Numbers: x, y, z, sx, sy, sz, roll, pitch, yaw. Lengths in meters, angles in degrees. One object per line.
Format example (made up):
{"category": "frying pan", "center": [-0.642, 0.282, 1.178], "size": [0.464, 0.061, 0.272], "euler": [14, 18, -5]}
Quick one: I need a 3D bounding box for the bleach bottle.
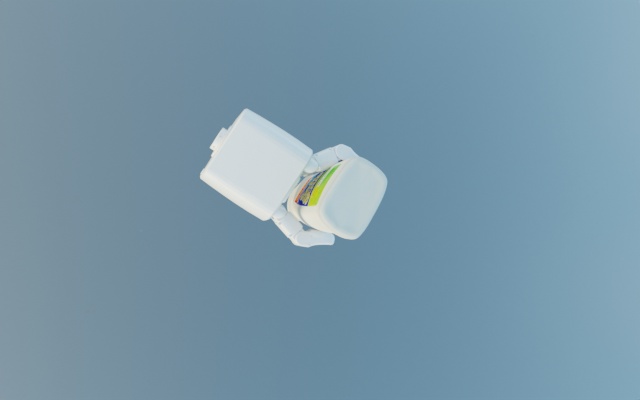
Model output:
{"category": "bleach bottle", "center": [0.000, 0.002, 0.689], "size": [0.068, 0.102, 0.251], "euler": [35, -15, -15]}
